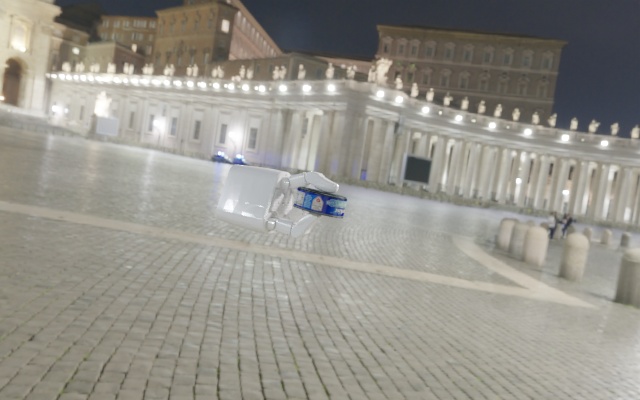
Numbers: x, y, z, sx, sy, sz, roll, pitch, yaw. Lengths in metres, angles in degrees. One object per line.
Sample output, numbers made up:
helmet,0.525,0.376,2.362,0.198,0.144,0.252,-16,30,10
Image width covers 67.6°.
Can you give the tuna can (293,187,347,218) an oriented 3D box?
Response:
tuna can,0.000,0.002,0.782,0.086,0.034,0.086,13,4,-1
